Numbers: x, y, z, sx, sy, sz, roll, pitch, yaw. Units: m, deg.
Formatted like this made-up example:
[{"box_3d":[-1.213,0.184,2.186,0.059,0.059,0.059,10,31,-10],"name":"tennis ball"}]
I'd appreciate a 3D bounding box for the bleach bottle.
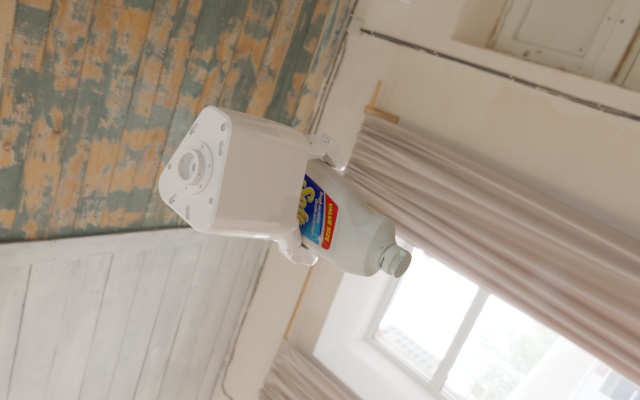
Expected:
[{"box_3d":[0.000,0.002,0.545,0.250,0.102,0.068,33,14,35],"name":"bleach bottle"}]
